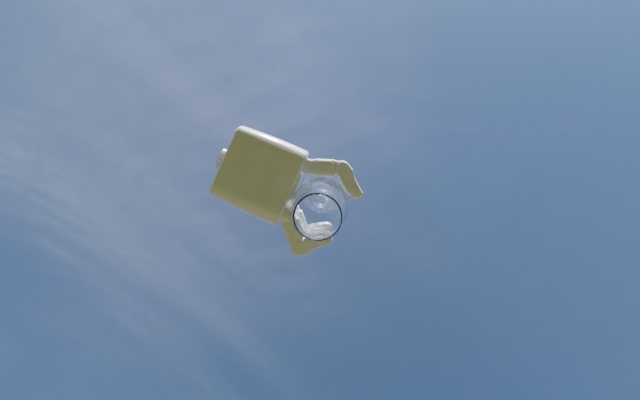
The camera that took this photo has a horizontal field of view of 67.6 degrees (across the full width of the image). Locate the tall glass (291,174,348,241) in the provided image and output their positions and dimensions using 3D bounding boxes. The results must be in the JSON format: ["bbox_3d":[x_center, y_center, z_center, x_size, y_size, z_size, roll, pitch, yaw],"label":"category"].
[{"bbox_3d":[0.000,0.002,0.687,0.079,0.079,0.201,0,11,2],"label":"tall glass"}]
